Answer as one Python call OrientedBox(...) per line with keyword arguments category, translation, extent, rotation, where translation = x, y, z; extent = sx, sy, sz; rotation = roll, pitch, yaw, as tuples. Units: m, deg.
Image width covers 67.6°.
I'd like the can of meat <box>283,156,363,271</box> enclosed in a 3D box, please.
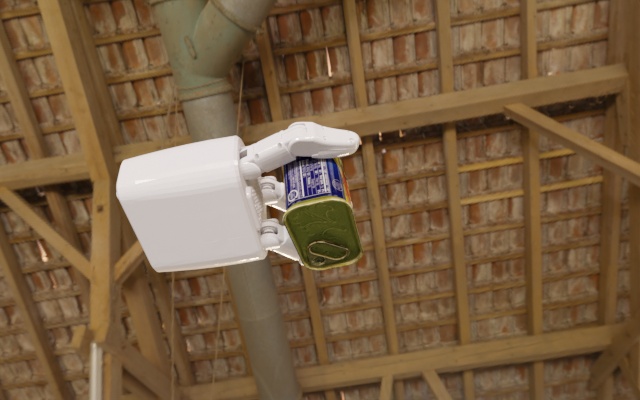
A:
OrientedBox(category="can of meat", translation=(0.000, 0.001, 0.437), extent=(0.057, 0.083, 0.102), rotation=(-13, -40, 6))
